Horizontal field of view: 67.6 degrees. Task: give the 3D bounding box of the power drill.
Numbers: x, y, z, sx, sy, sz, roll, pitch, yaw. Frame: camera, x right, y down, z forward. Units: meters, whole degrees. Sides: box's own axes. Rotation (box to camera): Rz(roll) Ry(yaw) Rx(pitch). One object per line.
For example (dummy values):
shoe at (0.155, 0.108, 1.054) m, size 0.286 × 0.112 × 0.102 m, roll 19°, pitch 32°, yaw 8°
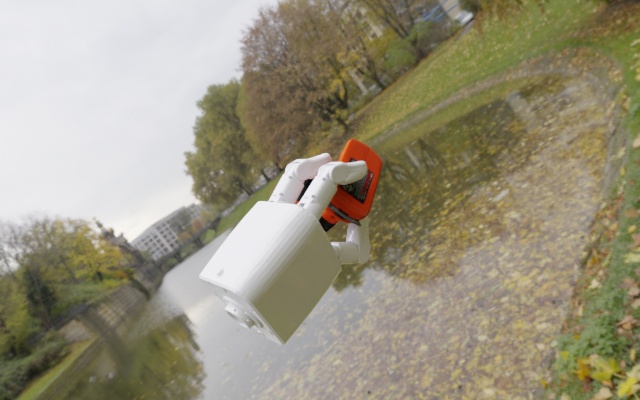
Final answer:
power drill at (0.000, 0.002, 0.619) m, size 0.057 × 0.184 × 0.188 m, roll 32°, pitch -41°, yaw -15°
